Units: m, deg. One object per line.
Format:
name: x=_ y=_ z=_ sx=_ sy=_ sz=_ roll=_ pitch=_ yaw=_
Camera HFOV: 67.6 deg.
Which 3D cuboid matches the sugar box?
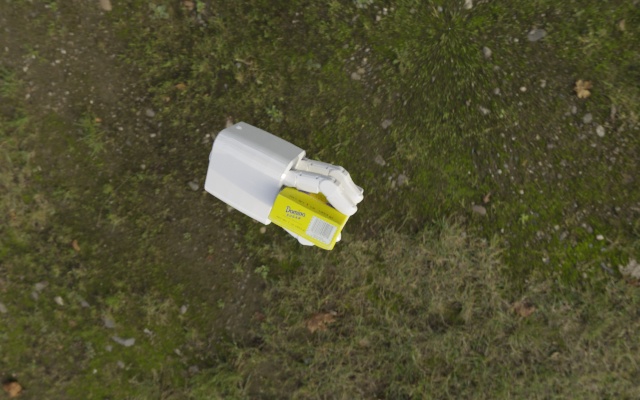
sugar box: x=0.000 y=0.002 z=0.680 sx=0.093 sy=0.048 sz=0.176 roll=28 pitch=24 yaw=4
